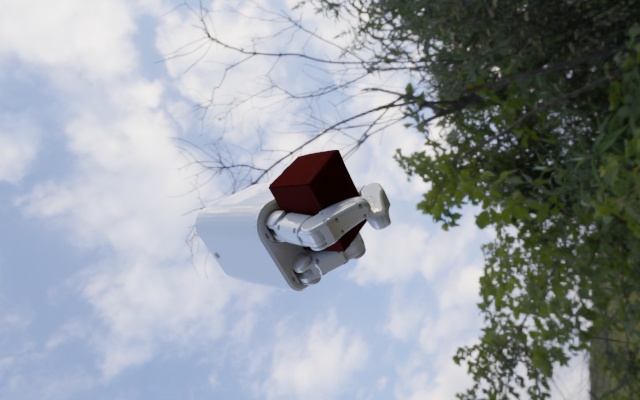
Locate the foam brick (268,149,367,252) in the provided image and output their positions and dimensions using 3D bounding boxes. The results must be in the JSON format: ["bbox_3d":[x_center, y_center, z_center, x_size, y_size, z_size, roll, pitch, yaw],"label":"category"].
[{"bbox_3d":[0.000,0.001,0.435,0.051,0.078,0.053,-1,37,41],"label":"foam brick"}]
